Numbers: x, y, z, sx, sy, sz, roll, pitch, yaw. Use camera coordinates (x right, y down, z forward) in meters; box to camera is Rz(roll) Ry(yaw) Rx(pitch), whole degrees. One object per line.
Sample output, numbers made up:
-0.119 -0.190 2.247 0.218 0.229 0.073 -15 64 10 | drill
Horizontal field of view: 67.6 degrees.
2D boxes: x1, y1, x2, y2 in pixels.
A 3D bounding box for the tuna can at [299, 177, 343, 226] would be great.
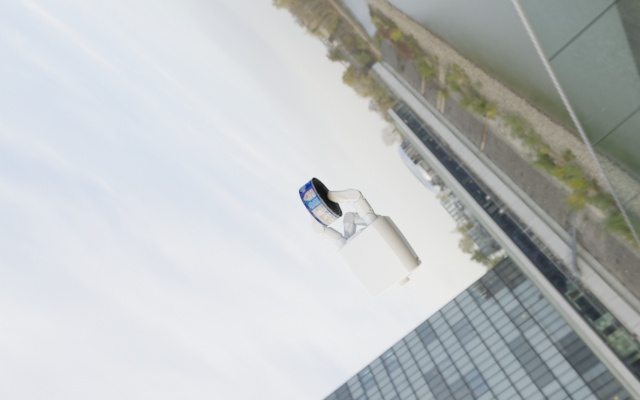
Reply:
0.000 0.003 0.840 0.034 0.086 0.086 -37 -11 15 | tuna can
